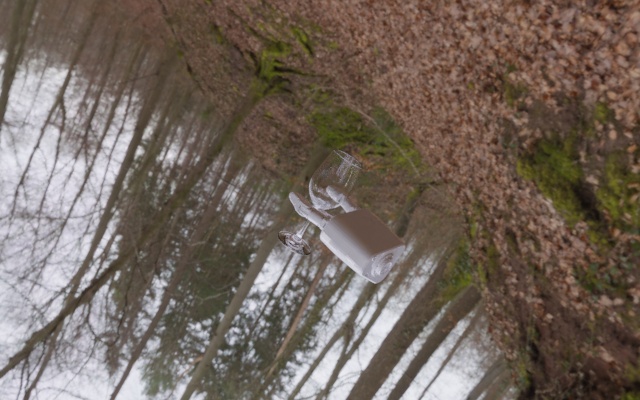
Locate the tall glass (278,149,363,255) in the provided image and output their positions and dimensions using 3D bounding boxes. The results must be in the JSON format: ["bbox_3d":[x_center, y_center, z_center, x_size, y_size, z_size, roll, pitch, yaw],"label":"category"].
[{"bbox_3d":[0.000,0.003,0.897,0.079,0.201,0.079,29,17,-10],"label":"tall glass"}]
